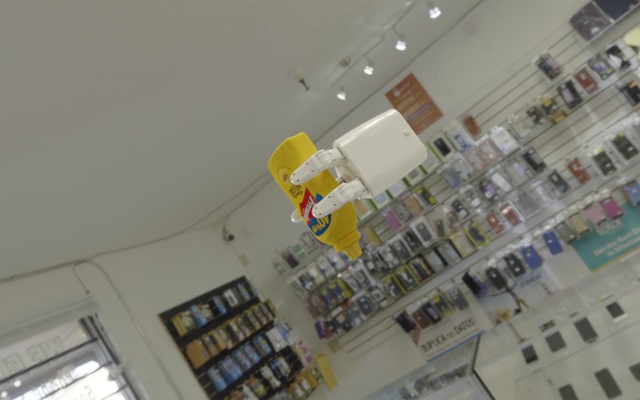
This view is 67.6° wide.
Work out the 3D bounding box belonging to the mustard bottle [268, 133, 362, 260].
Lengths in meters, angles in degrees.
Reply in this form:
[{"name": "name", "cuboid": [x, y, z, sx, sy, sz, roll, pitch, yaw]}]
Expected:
[{"name": "mustard bottle", "cuboid": [0.000, 0.002, 0.695, 0.058, 0.191, 0.096, -29, -10, -35]}]
